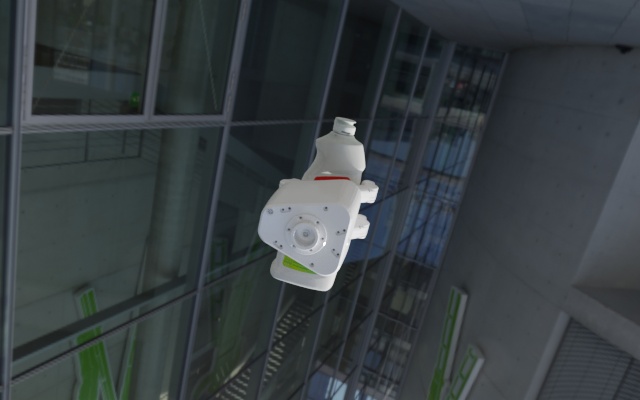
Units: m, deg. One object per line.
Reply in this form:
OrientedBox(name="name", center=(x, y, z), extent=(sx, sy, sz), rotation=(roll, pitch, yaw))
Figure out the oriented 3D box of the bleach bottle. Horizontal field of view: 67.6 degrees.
OrientedBox(name="bleach bottle", center=(0.000, 0.002, 0.701), extent=(0.102, 0.251, 0.068), rotation=(15, 17, 5))
